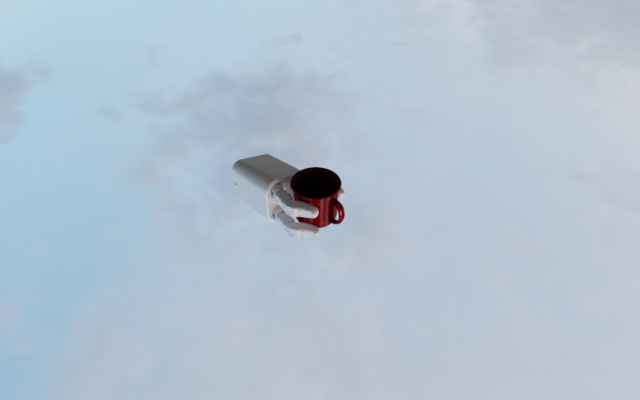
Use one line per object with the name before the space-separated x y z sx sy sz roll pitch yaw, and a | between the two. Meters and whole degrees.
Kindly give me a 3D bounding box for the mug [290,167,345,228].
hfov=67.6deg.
mug | 0.001 0.004 0.881 0.117 0.082 0.093 33 51 31
